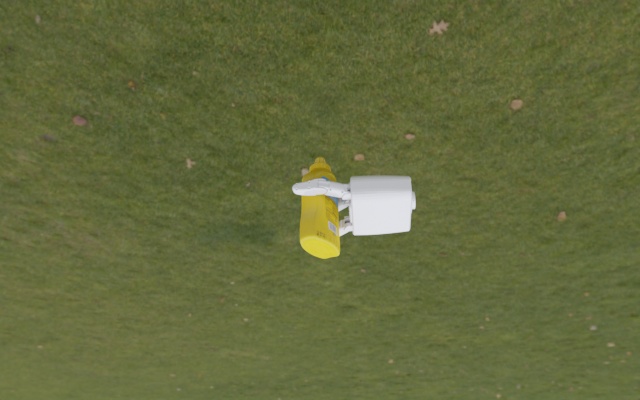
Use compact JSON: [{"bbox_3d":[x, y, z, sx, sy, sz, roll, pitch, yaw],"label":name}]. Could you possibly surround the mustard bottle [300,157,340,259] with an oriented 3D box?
[{"bbox_3d":[0.000,0.003,0.879,0.058,0.191,0.096,-16,-33,26],"label":"mustard bottle"}]
